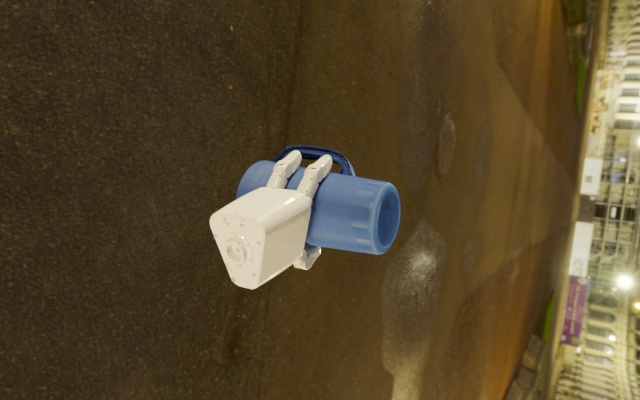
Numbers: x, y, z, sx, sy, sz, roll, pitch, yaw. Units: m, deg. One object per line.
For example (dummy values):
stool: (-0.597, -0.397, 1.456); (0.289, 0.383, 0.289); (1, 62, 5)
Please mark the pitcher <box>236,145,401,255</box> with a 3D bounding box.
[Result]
pitcher: (0.000, 0.003, 0.759); (0.243, 0.149, 0.145); (8, 23, 30)
